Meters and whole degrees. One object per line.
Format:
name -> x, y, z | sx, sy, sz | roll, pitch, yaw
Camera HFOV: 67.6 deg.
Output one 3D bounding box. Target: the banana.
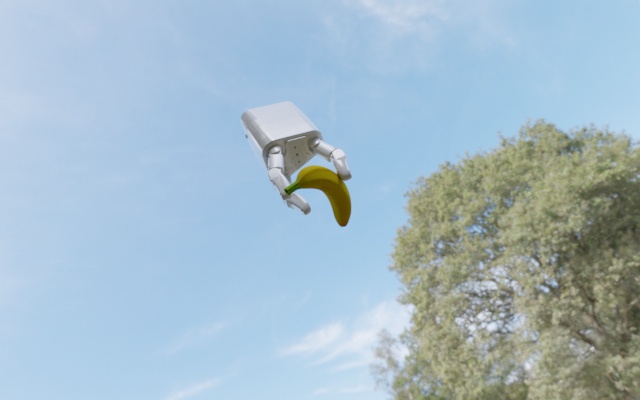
banana -> 0.011, -0.012, 0.782 | 0.037, 0.069, 0.198 | 48, 9, 35
